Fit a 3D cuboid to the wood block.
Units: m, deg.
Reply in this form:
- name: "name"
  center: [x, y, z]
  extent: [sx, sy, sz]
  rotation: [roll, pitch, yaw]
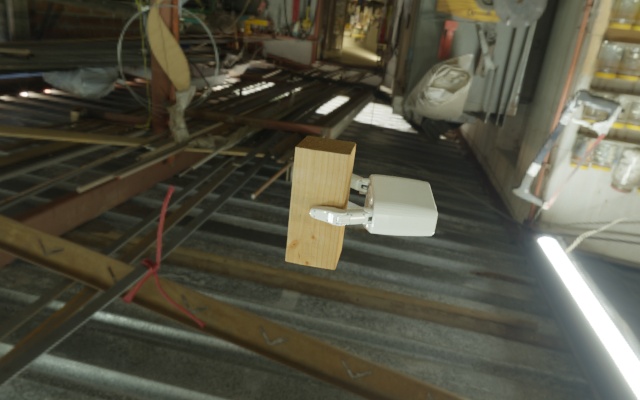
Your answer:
- name: "wood block"
  center: [0.000, 0.003, 0.824]
  extent: [0.090, 0.206, 0.090]
  rotation: [9, 21, 8]
